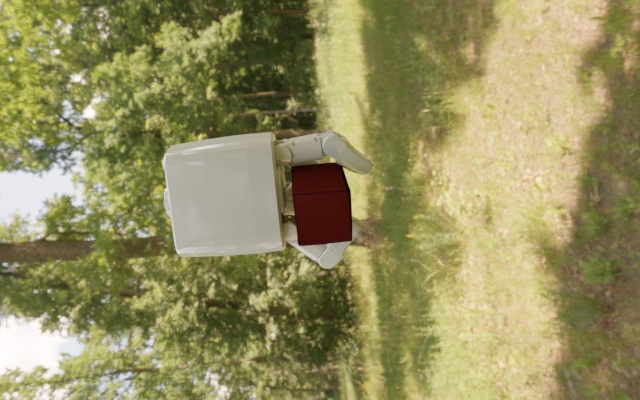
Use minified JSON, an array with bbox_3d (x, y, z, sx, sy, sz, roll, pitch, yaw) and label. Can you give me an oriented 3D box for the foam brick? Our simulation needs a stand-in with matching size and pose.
[{"bbox_3d":[0.000,0.002,0.454,0.051,0.053,0.078,-5,23,-2],"label":"foam brick"}]
